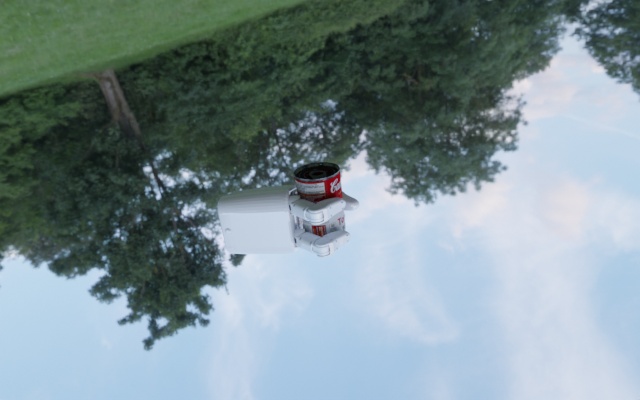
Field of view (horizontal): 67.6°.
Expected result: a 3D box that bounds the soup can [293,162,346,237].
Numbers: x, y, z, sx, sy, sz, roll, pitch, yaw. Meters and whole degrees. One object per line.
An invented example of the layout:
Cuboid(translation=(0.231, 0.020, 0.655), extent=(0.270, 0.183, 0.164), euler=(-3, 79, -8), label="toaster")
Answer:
Cuboid(translation=(0.001, 0.003, 0.710), extent=(0.068, 0.102, 0.068), euler=(-6, 24, 3), label="soup can")
